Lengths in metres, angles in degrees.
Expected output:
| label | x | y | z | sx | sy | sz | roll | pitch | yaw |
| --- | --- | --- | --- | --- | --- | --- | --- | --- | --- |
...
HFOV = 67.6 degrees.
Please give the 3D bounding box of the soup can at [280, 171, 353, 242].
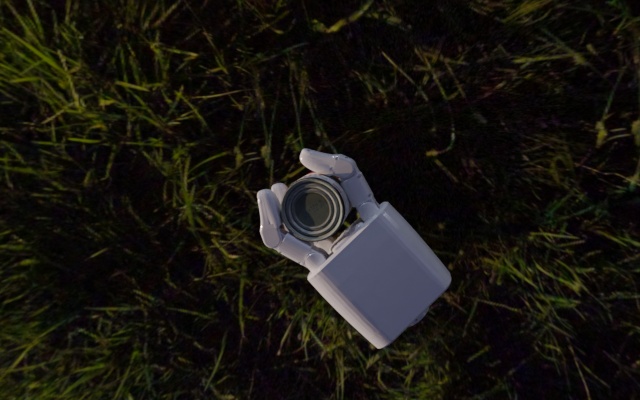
| label | x | y | z | sx | sy | sz | roll | pitch | yaw |
| --- | --- | --- | --- | --- | --- | --- | --- | --- | --- |
| soup can | 0.000 | 0.001 | 0.523 | 0.068 | 0.068 | 0.102 | 0 | 10 | 10 |
